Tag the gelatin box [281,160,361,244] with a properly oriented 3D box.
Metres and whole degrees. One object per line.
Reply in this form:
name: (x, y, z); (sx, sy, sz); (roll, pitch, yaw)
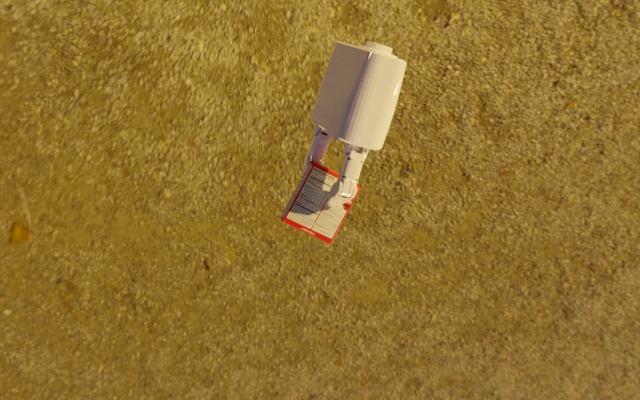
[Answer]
gelatin box: (0.000, 0.002, 0.631); (0.073, 0.089, 0.030); (26, 8, -17)
